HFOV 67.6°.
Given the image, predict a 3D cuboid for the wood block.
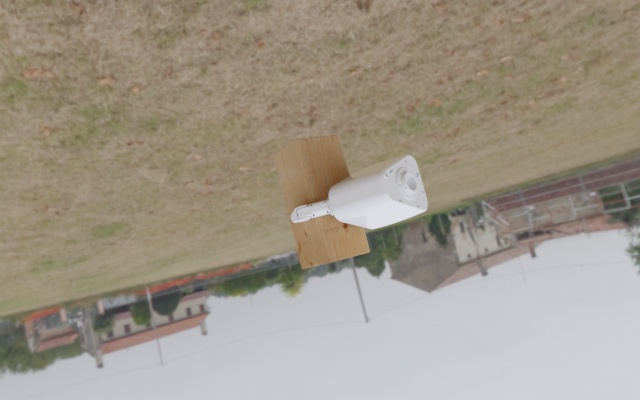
[{"bbox_3d":[0.000,0.003,0.814,0.091,0.206,0.090,-10,-8,-34],"label":"wood block"}]
